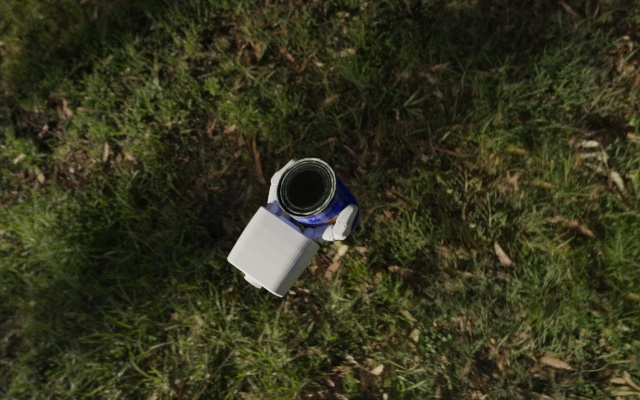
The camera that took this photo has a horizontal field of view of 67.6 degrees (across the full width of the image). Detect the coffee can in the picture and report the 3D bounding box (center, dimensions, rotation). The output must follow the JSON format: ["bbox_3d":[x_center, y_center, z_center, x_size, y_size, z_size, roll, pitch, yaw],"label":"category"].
[{"bbox_3d":[0.000,0.003,0.814,0.103,0.102,0.140,0,-20,21],"label":"coffee can"}]
